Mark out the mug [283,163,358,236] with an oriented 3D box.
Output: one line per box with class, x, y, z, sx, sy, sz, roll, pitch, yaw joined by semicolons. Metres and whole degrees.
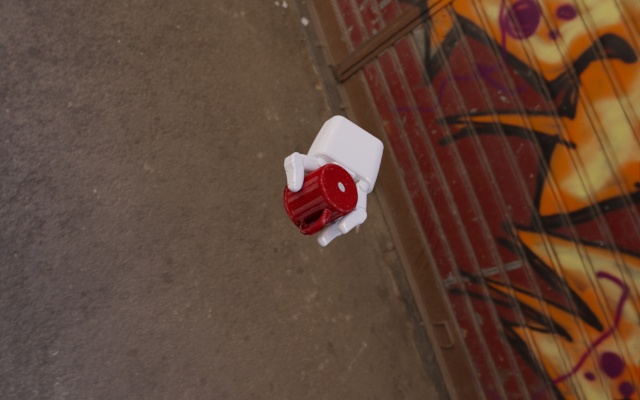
mug;0.000;0.003;0.725;0.093;0.117;0.081;41;-45;-23
